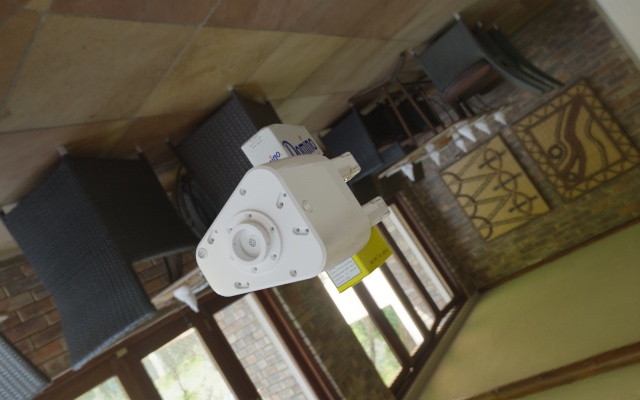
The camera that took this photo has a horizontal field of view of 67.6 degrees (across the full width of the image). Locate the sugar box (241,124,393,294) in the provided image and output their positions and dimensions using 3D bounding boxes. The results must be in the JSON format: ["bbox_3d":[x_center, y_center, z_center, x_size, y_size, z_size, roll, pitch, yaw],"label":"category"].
[{"bbox_3d":[0.001,0.001,0.497,0.048,0.176,0.093,-35,-6,22],"label":"sugar box"}]
